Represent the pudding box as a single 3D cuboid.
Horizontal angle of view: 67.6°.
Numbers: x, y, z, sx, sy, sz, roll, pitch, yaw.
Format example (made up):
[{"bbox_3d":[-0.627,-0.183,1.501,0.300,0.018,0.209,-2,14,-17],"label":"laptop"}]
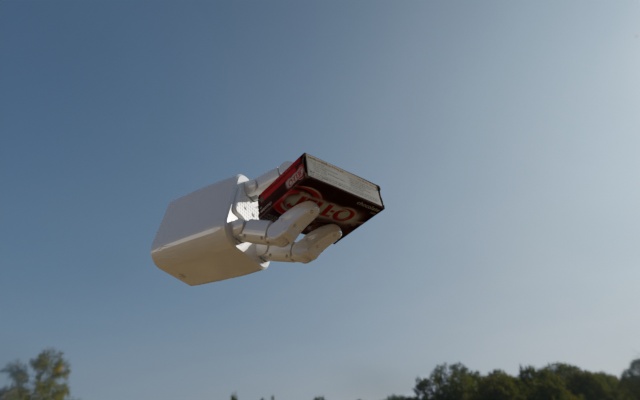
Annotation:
[{"bbox_3d":[0.000,0.002,0.534,0.113,0.039,0.090,19,-41,-34],"label":"pudding box"}]
